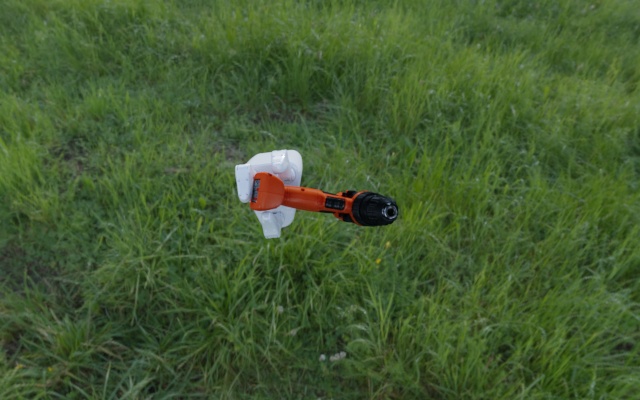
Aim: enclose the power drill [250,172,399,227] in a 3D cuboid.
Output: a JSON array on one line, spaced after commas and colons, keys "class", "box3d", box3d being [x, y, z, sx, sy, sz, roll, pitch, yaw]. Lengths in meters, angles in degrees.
[{"class": "power drill", "box3d": [0.000, 0.002, 0.692, 0.187, 0.057, 0.184, 11, -3, -18]}]
